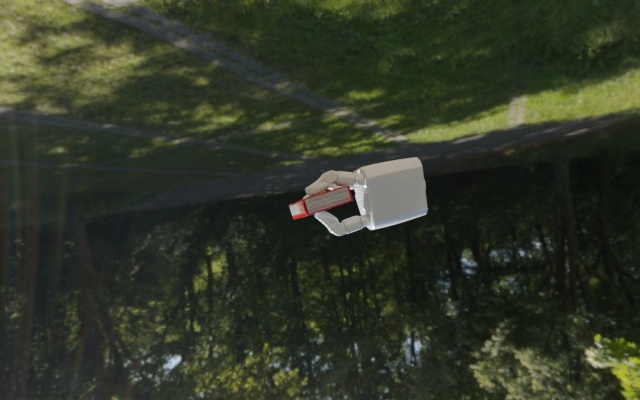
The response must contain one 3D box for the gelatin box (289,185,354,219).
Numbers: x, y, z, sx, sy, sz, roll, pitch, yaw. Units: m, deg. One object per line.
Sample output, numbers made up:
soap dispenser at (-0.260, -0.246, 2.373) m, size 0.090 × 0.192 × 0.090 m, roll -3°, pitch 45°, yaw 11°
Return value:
gelatin box at (0.000, 0.003, 0.810) m, size 0.089 × 0.030 × 0.073 m, roll -19°, pitch 1°, yaw -23°
